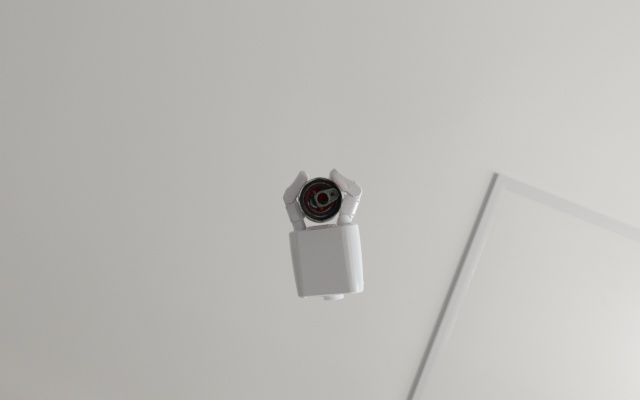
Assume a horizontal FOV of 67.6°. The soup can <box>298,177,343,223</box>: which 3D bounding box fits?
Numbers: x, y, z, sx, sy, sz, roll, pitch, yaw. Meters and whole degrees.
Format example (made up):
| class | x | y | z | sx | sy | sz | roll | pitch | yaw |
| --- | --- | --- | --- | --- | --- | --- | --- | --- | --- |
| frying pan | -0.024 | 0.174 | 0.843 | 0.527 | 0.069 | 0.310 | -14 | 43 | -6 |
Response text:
| class | x | y | z | sx | sy | sz | roll | pitch | yaw |
| --- | --- | --- | --- | --- | --- | --- | --- | --- | --- |
| soup can | 0.000 | 0.002 | 0.771 | 0.068 | 0.068 | 0.102 | 0 | -5 | 0 |
